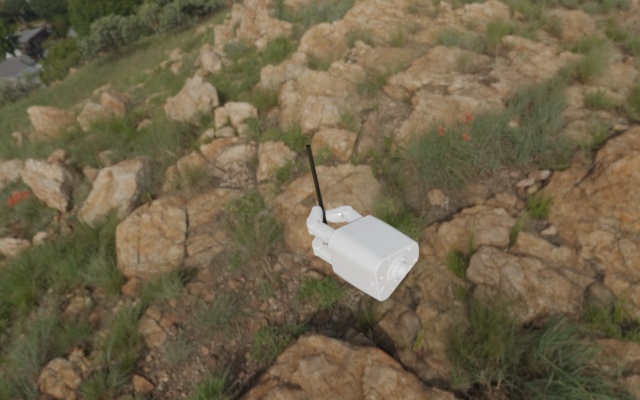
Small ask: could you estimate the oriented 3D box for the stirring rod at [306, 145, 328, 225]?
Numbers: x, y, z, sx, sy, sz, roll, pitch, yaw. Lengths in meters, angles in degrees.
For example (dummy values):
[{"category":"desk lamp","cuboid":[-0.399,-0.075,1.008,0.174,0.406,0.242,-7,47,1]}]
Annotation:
[{"category":"stirring rod","cuboid":[0.000,0.003,0.851,0.011,0.240,0.011,-7,39,6]}]
